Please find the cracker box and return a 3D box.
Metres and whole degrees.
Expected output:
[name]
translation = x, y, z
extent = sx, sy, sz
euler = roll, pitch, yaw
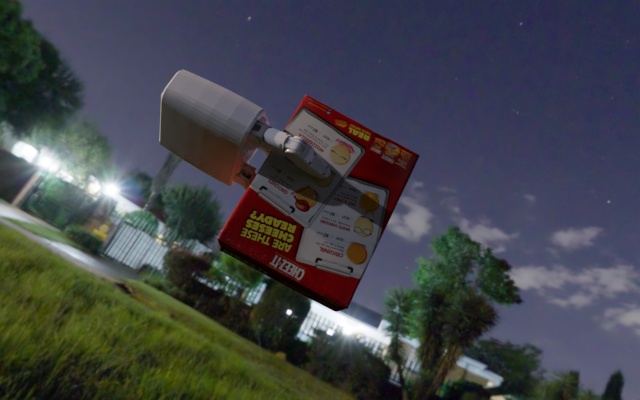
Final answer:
[cracker box]
translation = 0.000, 0.002, 0.582
extent = 0.164, 0.213, 0.072
euler = 28, -20, 0
